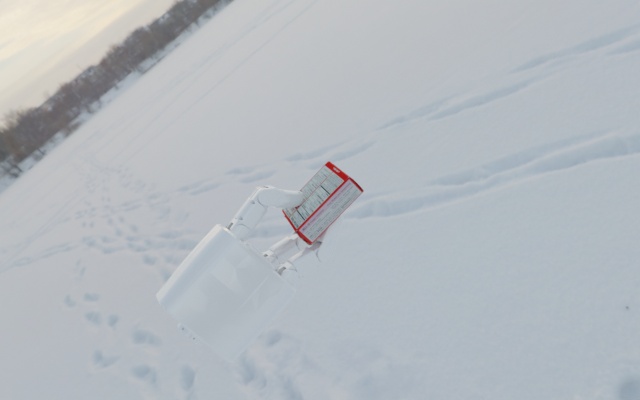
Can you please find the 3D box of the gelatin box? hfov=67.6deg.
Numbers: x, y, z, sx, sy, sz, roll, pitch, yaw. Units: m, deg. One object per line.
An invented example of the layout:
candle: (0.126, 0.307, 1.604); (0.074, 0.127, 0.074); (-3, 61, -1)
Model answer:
gelatin box: (0.000, 0.001, 0.564); (0.030, 0.089, 0.073); (43, 1, -26)
